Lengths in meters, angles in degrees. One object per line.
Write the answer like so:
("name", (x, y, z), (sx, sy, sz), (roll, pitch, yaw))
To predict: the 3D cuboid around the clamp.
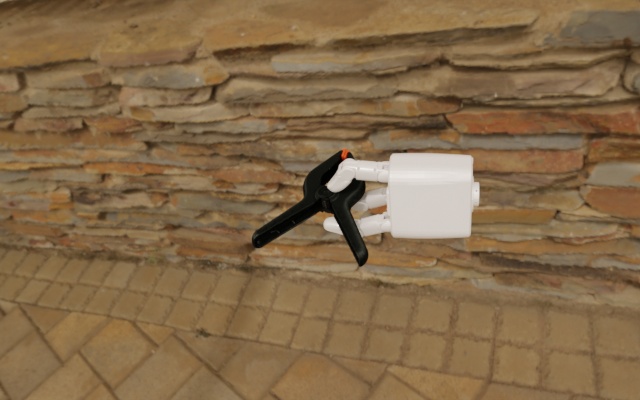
("clamp", (0.000, 0.001, 0.694), (0.164, 0.209, 0.036), (3, -43, 14))
